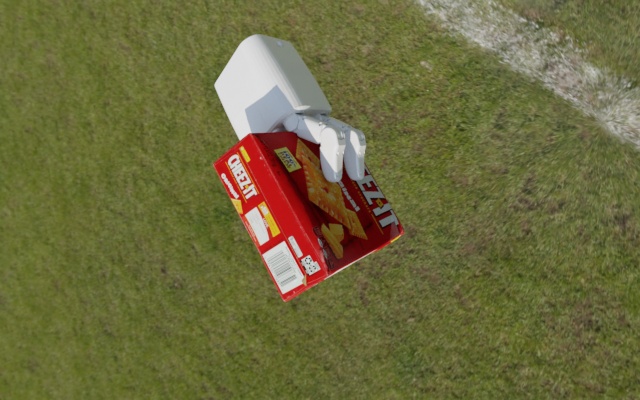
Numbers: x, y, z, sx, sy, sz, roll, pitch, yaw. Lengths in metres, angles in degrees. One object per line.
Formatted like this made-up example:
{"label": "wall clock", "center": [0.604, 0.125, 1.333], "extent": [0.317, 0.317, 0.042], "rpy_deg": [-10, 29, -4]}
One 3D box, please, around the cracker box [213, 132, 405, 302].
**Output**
{"label": "cracker box", "center": [0.000, 0.002, 0.560], "extent": [0.072, 0.164, 0.213], "rpy_deg": [-34, -9, 30]}
